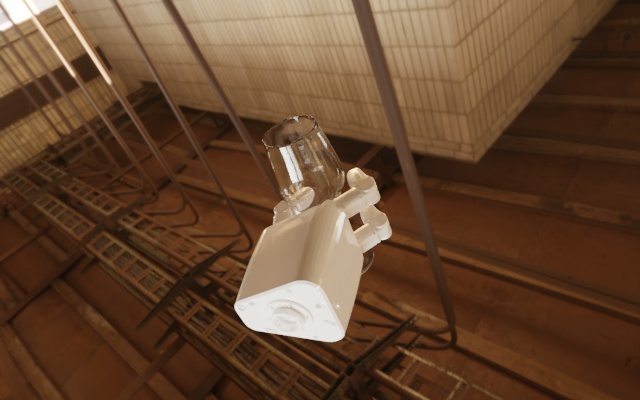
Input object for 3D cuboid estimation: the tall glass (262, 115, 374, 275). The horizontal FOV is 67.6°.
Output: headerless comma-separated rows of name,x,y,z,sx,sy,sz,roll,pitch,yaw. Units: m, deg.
tall glass,0.000,0.002,0.560,0.079,0.201,0.079,-16,35,11
